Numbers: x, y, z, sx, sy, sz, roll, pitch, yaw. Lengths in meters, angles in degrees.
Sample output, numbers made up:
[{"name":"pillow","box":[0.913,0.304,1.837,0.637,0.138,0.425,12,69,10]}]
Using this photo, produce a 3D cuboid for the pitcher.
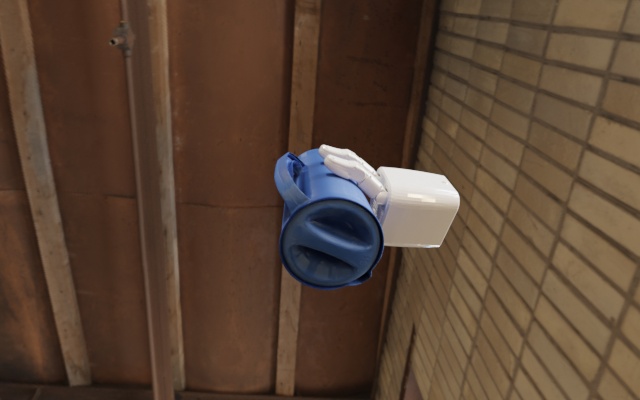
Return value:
[{"name":"pitcher","box":[0.000,0.002,0.698,0.145,0.149,0.242,5,24,-7]}]
